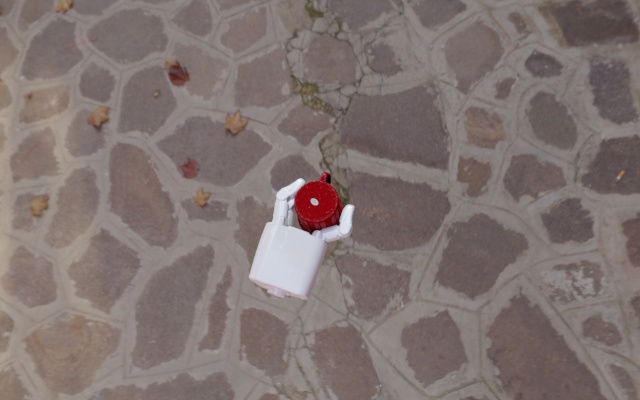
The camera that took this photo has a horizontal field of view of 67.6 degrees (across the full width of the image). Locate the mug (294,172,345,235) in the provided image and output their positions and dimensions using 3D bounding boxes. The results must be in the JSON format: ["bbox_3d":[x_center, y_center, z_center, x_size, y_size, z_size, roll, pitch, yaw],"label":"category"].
[{"bbox_3d":[0.001,0.002,0.882,0.093,0.117,0.081,13,-17,12],"label":"mug"}]
